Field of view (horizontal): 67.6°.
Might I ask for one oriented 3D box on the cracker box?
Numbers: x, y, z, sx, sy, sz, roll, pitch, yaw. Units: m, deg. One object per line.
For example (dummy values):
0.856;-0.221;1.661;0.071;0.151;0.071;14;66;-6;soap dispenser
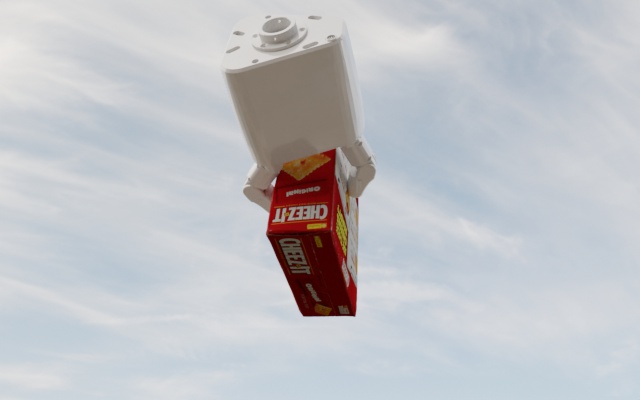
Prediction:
0.000;0.002;0.553;0.072;0.213;0.164;-4;-42;11;cracker box
